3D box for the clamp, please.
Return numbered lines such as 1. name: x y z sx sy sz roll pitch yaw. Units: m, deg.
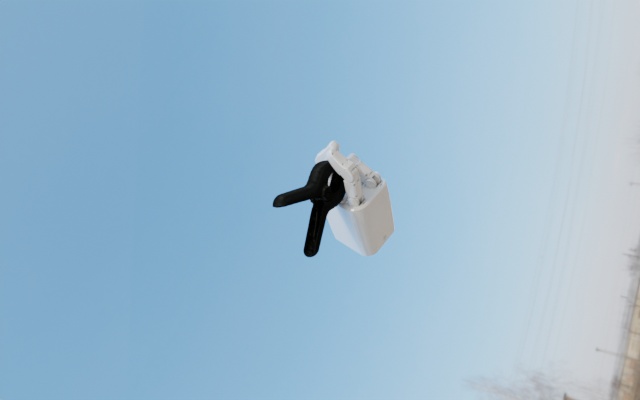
1. clamp: 0.000 0.002 0.752 0.039 0.120 0.171 11 42 38
